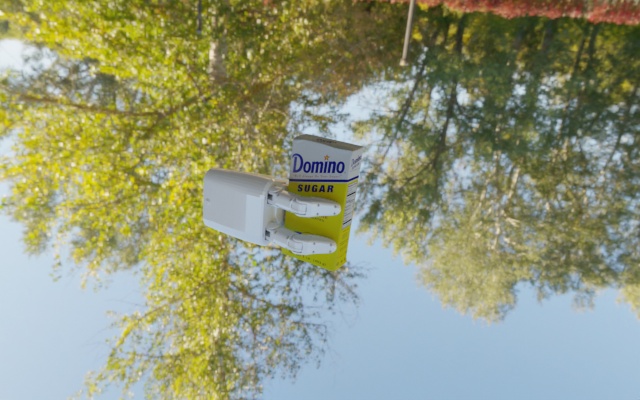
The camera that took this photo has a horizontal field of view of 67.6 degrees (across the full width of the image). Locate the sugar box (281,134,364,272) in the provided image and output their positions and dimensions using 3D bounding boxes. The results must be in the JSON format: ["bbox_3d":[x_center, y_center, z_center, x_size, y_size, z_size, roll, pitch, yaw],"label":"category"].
[{"bbox_3d":[0.000,0.002,0.671,0.093,0.176,0.048,15,23,25],"label":"sugar box"}]
